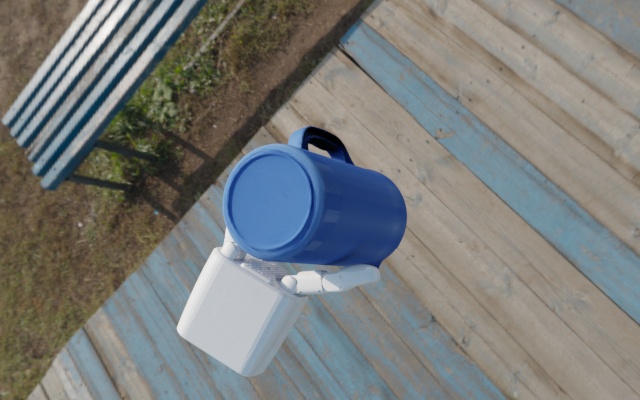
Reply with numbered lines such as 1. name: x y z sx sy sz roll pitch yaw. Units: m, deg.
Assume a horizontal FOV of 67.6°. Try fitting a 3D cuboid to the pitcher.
1. pitcher: 0.000 0.002 0.535 0.149 0.145 0.243 34 8 24
